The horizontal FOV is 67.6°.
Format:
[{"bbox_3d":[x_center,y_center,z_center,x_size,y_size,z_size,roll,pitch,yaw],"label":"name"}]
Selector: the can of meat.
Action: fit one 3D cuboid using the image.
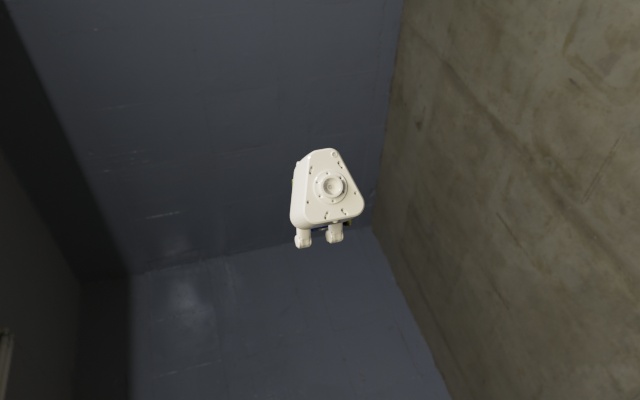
[{"bbox_3d":[0.000,0.003,0.833,0.084,0.102,0.057,-11,0,-13],"label":"can of meat"}]
